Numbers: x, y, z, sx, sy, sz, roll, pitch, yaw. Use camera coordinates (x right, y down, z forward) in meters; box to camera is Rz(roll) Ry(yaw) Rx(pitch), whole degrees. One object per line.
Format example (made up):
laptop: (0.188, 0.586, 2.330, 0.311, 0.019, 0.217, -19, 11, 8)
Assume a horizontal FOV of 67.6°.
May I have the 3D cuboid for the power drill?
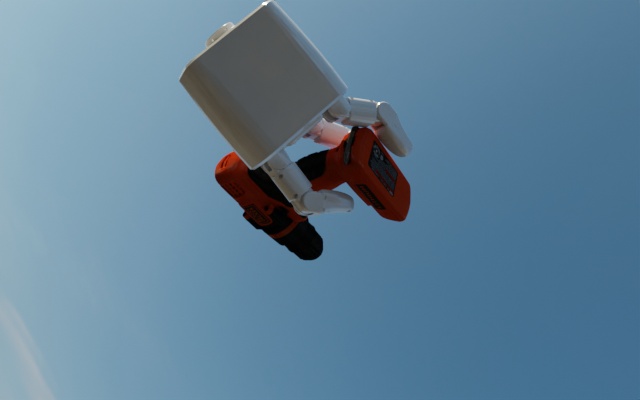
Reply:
power drill: (0.000, 0.001, 0.532, 0.188, 0.057, 0.184, -14, -45, 33)
